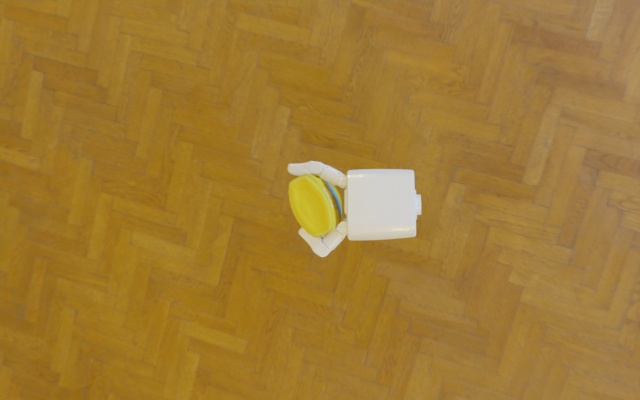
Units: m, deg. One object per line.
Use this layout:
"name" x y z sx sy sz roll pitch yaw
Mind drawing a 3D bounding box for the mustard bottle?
"mustard bottle" 0.000 0.003 0.801 0.058 0.096 0.191 -27 -1 10
